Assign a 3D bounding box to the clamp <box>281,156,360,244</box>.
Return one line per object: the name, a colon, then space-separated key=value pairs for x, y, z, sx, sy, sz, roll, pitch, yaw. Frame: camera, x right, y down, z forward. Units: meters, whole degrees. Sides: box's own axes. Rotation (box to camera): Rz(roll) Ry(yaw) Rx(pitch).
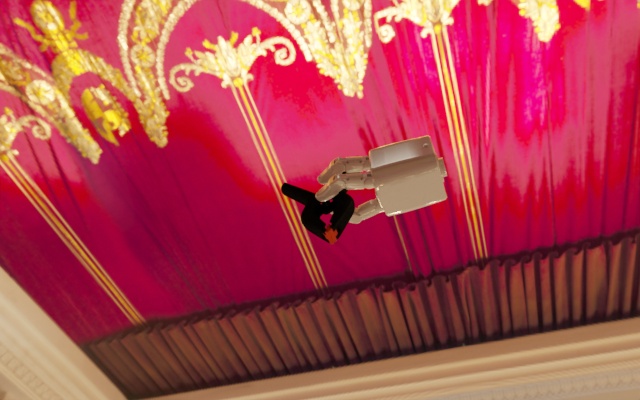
clamp: x=0.001 y=0.004 z=0.830 sx=0.164 sy=0.036 sz=0.209 roll=-17 pitch=33 yaw=14
